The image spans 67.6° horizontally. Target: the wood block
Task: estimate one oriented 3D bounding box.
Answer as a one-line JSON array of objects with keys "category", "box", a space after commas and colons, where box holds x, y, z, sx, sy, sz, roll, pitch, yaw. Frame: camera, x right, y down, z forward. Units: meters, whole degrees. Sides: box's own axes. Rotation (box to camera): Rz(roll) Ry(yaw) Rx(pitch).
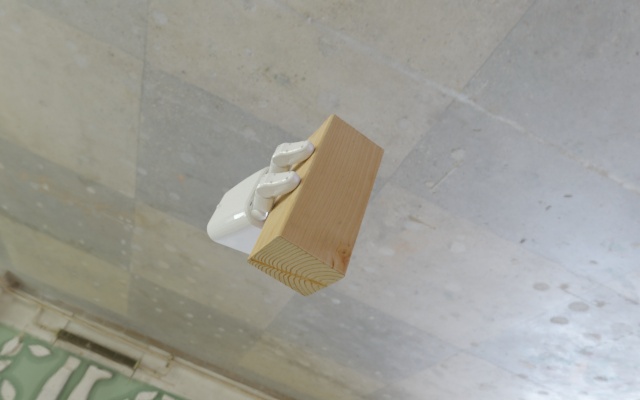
[{"category": "wood block", "box": [0.000, 0.002, 0.605, 0.091, 0.206, 0.090, 34, -39, -15]}]
